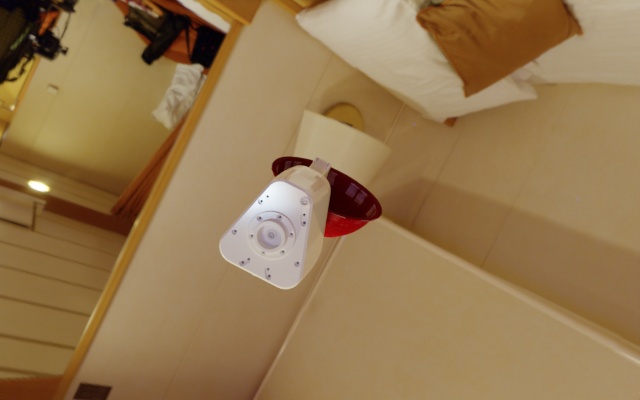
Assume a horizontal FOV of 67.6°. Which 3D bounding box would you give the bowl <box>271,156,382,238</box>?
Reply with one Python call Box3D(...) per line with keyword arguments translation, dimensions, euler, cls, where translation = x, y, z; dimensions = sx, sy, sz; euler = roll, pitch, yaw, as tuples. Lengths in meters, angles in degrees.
Box3D(translation=(0.001, 0.002, 0.654), dimensions=(0.162, 0.055, 0.162), euler=(21, 23, -9), cls="bowl")
